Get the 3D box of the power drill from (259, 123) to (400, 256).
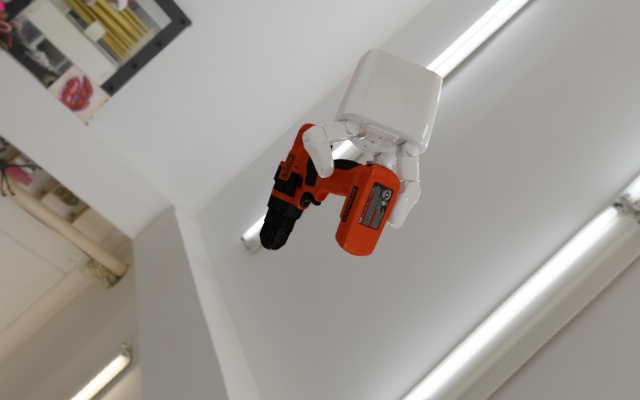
[{"bbox_3d":[0.001,0.002,0.604,0.057,0.184,0.187,17,6,-41],"label":"power drill"}]
